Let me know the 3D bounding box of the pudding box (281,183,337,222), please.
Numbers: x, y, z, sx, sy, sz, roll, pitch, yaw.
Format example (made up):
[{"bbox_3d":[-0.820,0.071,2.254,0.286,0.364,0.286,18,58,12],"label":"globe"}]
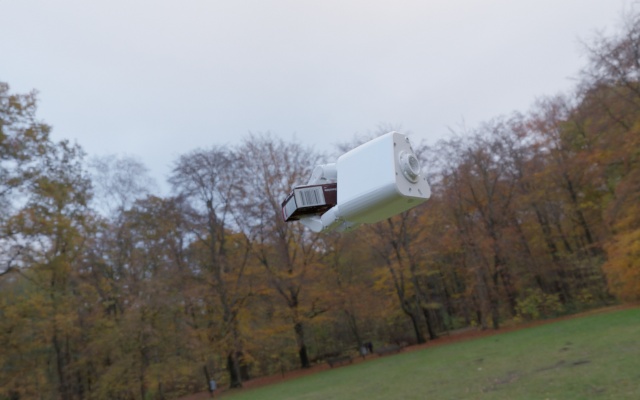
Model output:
[{"bbox_3d":[0.000,0.002,0.789,0.113,0.039,0.090,-5,-16,-19],"label":"pudding box"}]
